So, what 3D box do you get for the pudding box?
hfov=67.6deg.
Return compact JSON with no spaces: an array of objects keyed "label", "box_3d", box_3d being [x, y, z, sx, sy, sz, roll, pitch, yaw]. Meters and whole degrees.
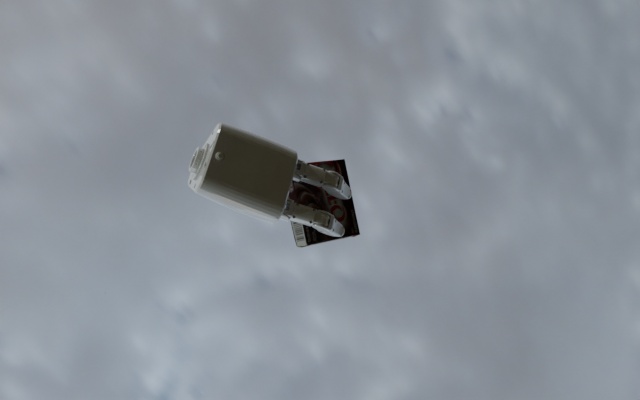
[{"label":"pudding box","box_3d":[0.000,0.002,0.663,0.090,0.113,0.039,-9,-3,-32]}]
